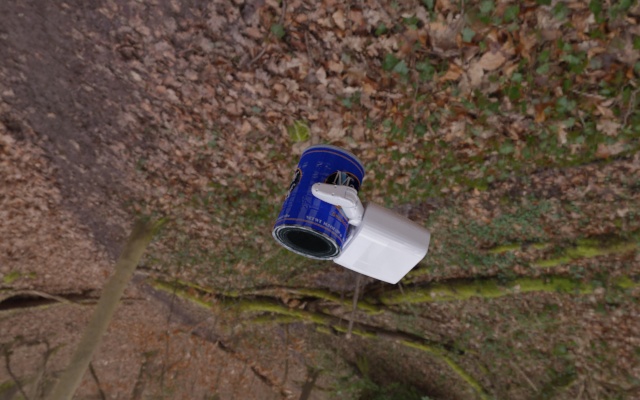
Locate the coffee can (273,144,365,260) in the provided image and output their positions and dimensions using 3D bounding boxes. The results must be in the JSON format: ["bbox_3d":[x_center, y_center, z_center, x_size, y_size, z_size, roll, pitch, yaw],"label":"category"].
[{"bbox_3d":[0.000,0.002,0.706,0.103,0.140,0.103,15,-27,8],"label":"coffee can"}]
